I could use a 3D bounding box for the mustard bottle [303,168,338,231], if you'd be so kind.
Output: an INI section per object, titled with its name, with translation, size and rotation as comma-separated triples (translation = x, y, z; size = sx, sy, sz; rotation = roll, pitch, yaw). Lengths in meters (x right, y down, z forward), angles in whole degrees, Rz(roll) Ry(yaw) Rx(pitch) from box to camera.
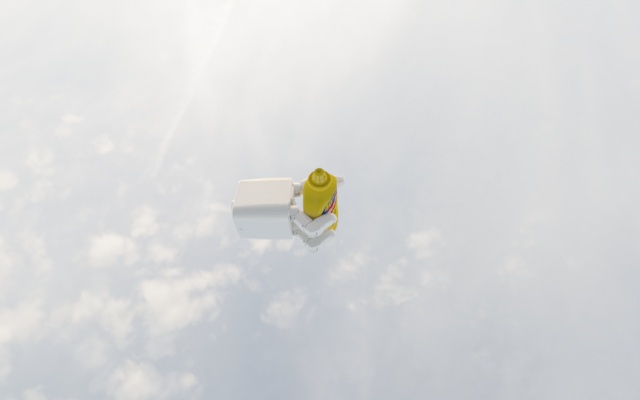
[mustard bottle]
translation = 0.000, 0.003, 0.895
size = 0.058, 0.096, 0.192
rotation = 20, -30, 15
